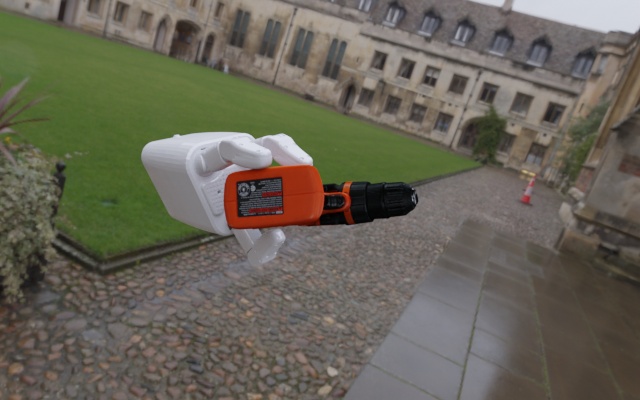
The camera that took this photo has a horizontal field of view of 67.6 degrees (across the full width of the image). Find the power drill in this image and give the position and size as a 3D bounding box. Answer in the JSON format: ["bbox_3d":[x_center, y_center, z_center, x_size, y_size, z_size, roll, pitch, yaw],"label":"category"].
[{"bbox_3d":[0.000,0.002,0.517,0.184,0.057,0.187,-7,-7,22],"label":"power drill"}]
